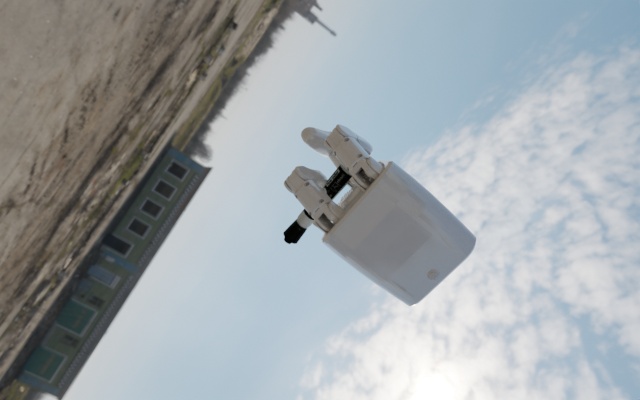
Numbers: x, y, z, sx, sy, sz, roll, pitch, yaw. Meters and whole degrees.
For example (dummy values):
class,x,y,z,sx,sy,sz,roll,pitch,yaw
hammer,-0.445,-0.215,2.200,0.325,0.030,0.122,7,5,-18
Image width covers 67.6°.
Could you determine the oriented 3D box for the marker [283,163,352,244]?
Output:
class,x,y,z,sx,sy,sz,roll,pitch,yaw
marker,0.000,0.002,0.495,0.020,0.121,0.020,34,23,-16
